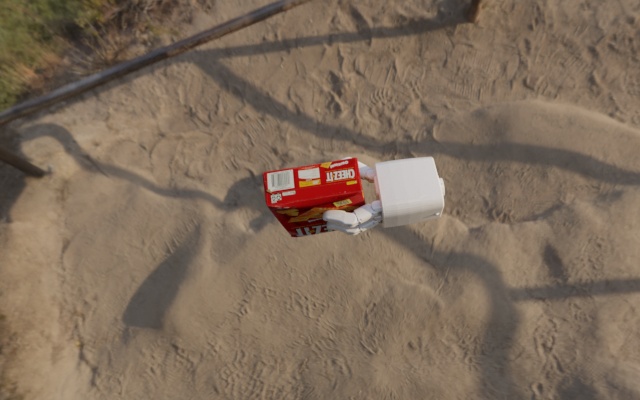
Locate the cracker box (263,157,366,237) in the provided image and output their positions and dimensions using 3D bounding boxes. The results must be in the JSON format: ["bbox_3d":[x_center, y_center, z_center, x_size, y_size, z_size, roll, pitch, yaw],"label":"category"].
[{"bbox_3d":[0.000,0.003,0.883,0.164,0.072,0.214,-9,-20,5],"label":"cracker box"}]
